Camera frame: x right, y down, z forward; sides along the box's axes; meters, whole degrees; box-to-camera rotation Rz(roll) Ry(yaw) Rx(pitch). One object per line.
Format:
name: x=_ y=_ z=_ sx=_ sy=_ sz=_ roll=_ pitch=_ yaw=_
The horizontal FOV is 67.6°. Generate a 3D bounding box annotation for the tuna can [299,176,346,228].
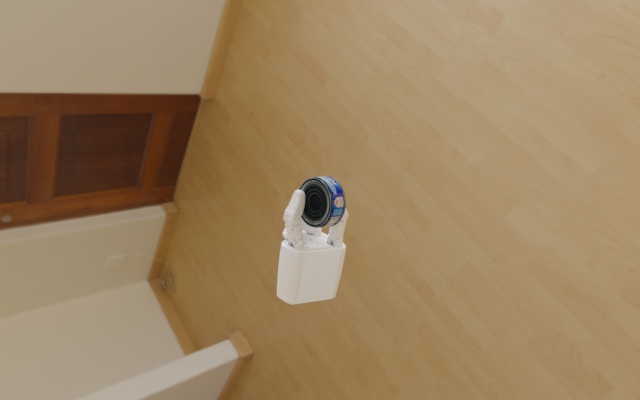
tuna can: x=0.000 y=0.003 z=0.794 sx=0.034 sy=0.086 sz=0.086 roll=-4 pitch=3 yaw=-44
